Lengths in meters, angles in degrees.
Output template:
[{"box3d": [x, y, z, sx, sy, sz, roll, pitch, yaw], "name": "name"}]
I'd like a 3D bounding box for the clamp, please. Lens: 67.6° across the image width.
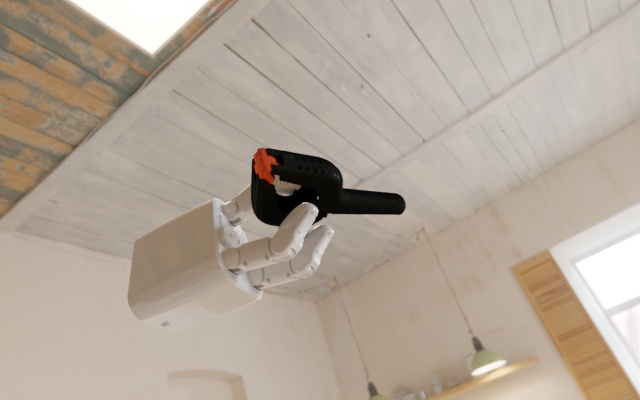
[{"box3d": [-0.001, 0.001, 0.499, 0.164, 0.036, 0.210, -26, -31, 6], "name": "clamp"}]
